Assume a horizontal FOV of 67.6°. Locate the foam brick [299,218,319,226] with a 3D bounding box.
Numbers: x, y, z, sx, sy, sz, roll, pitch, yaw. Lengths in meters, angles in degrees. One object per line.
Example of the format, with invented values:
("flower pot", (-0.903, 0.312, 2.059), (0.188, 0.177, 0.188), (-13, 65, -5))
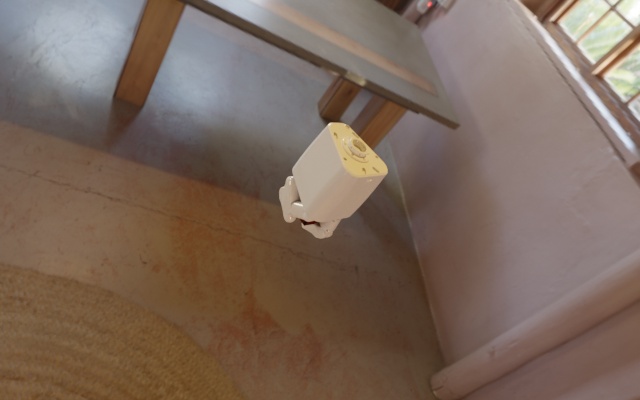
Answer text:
("foam brick", (0.000, 0.003, 0.788), (0.078, 0.053, 0.051), (-9, -32, -45))
